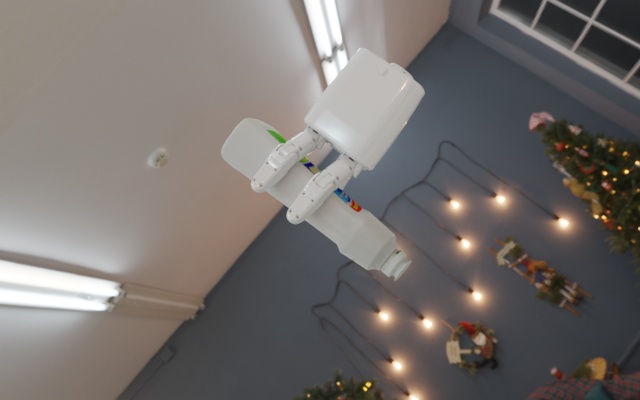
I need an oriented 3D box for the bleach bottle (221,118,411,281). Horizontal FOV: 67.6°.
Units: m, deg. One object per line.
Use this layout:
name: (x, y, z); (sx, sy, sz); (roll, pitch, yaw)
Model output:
bleach bottle: (0.000, 0.002, 0.563); (0.250, 0.068, 0.102); (39, 7, 18)
